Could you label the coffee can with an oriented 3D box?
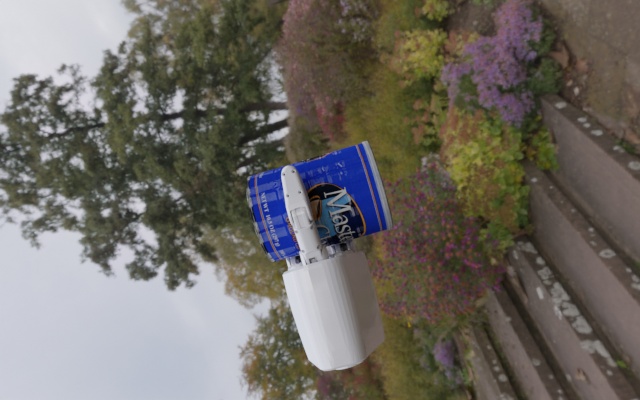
[{"bbox_3d":[0.000,0.002,0.538,0.140,0.103,0.103,-16,-1,4],"label":"coffee can"}]
